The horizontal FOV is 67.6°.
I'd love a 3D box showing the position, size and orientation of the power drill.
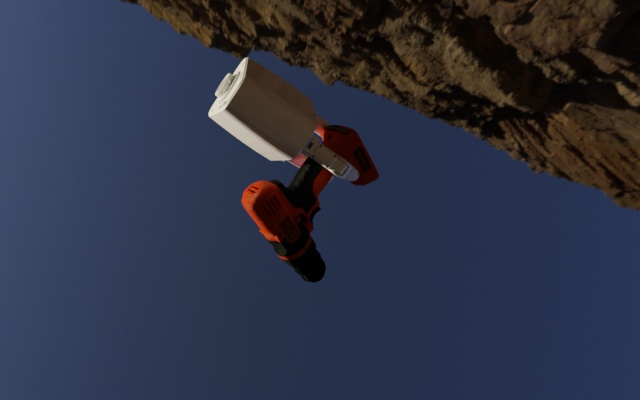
[{"bbox_3d":[0.000,0.002,0.664,0.057,0.187,0.184,19,-30,45],"label":"power drill"}]
